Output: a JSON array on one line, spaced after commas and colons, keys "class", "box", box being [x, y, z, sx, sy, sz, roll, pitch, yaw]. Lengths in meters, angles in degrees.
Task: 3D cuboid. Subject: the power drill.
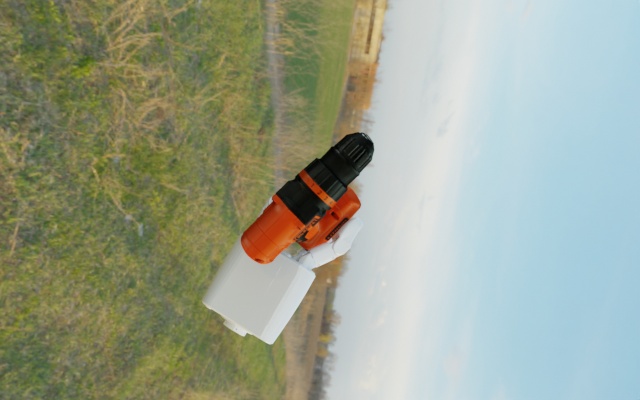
[{"class": "power drill", "box": [0.000, 0.002, 0.588, 0.184, 0.057, 0.188, -43, -13, 5]}]
